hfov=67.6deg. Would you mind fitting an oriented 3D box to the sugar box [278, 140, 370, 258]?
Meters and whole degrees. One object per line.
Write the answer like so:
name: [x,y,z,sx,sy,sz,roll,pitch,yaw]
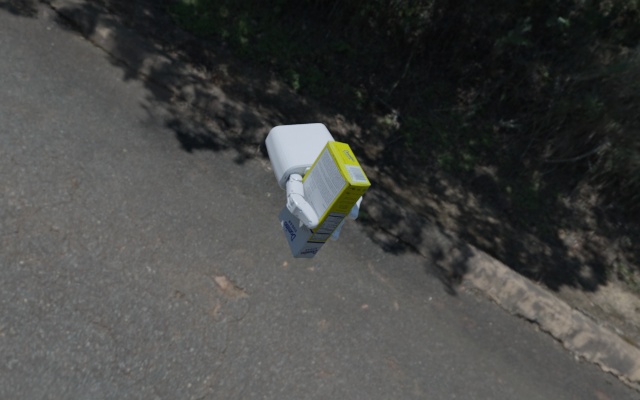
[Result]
sugar box: [0.001,0.002,0.753,0.048,0.093,0.176,5,-45,-34]
